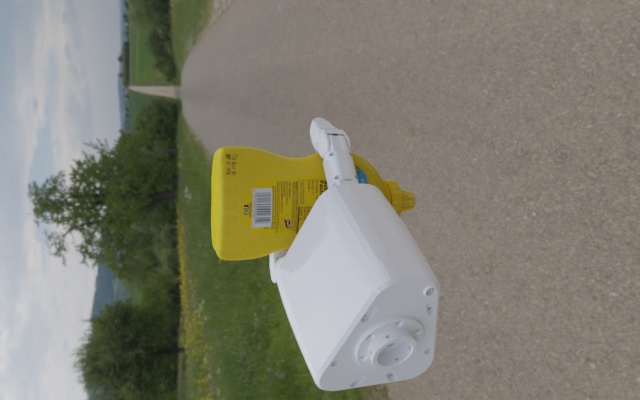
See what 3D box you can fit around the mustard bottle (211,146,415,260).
[{"bbox_3d":[0.000,0.001,0.437,0.191,0.096,0.058,-1,9,-20],"label":"mustard bottle"}]
